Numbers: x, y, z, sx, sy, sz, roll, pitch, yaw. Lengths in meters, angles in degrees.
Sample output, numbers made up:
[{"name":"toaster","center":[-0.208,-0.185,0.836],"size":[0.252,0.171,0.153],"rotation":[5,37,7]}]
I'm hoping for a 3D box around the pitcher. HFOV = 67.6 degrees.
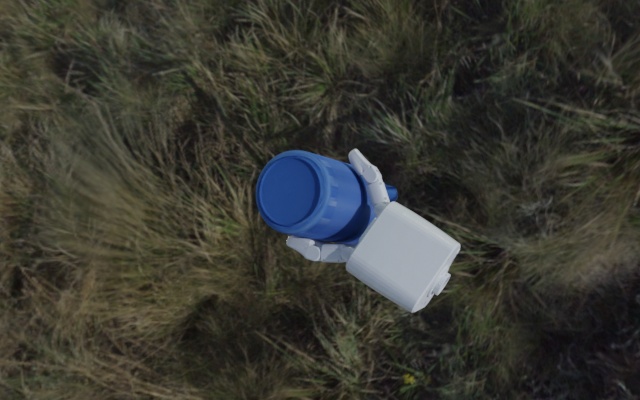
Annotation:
[{"name":"pitcher","center":[0.000,0.002,0.707],"size":[0.145,0.149,0.243],"rotation":[35,9,23]}]
